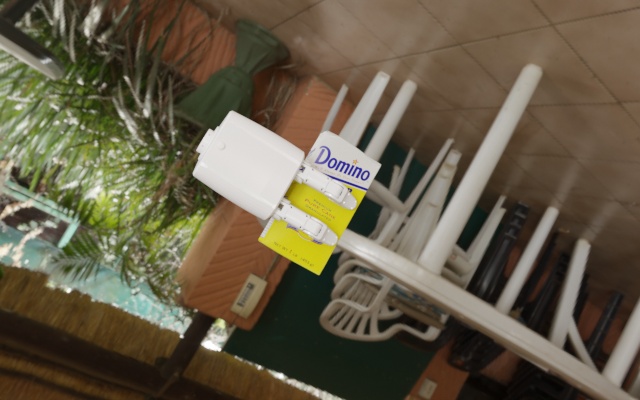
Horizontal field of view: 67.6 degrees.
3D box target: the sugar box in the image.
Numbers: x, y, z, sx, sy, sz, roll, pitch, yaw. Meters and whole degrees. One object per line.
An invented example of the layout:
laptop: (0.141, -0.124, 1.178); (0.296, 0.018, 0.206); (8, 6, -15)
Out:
sugar box: (0.000, 0.002, 0.654); (0.093, 0.176, 0.048); (31, -5, -13)
